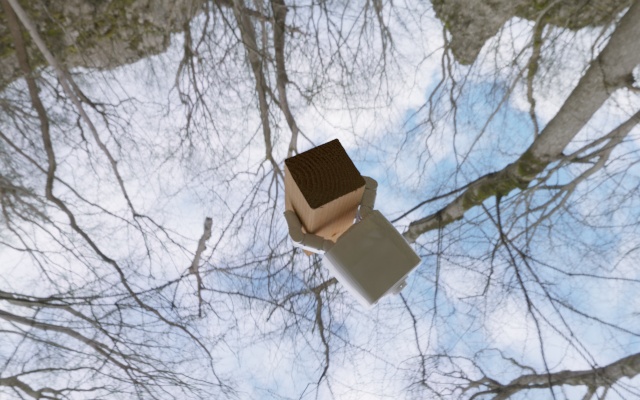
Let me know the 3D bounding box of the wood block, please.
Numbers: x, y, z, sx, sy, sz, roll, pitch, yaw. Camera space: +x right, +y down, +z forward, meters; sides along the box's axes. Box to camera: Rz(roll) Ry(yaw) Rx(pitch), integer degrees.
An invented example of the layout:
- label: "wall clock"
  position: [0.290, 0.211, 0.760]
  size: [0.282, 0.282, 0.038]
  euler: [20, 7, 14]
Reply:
- label: "wood block"
  position: [0.000, 0.003, 0.766]
  size: [0.091, 0.090, 0.206]
  euler: [-25, -21, -15]
